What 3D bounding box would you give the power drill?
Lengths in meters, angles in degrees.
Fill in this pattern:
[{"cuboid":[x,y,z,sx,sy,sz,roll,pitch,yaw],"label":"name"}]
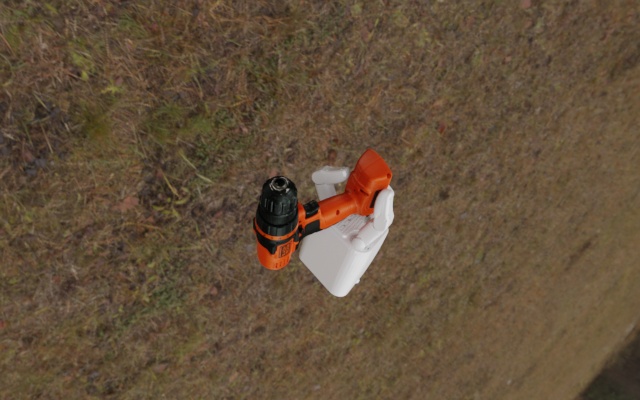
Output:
[{"cuboid":[0.000,0.002,0.616,0.187,0.057,0.184,-25,-24,-23],"label":"power drill"}]
